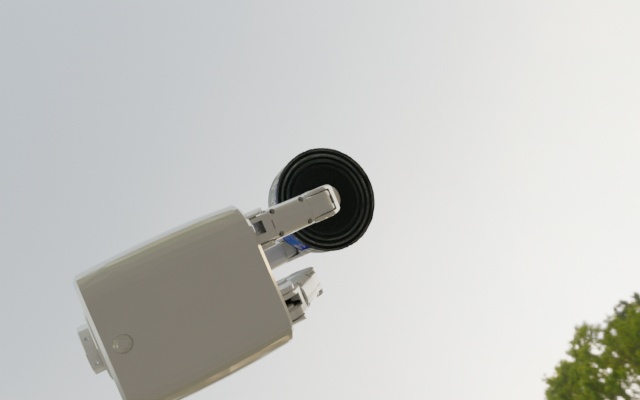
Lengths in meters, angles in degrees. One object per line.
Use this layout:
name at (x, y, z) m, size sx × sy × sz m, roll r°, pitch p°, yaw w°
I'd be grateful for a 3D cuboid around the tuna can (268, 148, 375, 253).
tuna can at (0.000, 0.001, 0.402) m, size 0.086 × 0.086 × 0.034 m, roll 0°, pitch -11°, yaw -21°
